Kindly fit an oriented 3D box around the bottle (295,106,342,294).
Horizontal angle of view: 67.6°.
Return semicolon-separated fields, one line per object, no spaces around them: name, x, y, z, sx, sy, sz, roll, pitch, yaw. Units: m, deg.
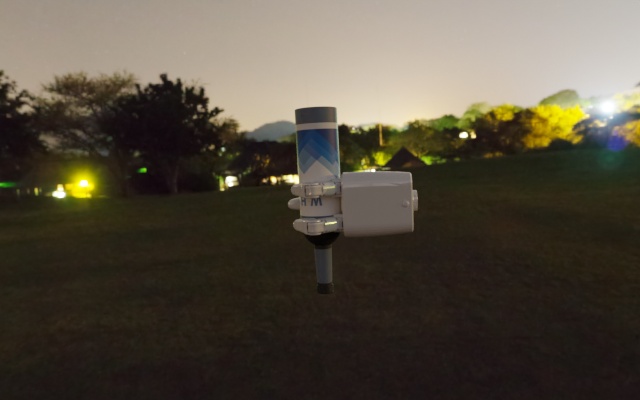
bottle;0.000;0.002;0.762;0.069;0.296;0.069;-3;5;0
